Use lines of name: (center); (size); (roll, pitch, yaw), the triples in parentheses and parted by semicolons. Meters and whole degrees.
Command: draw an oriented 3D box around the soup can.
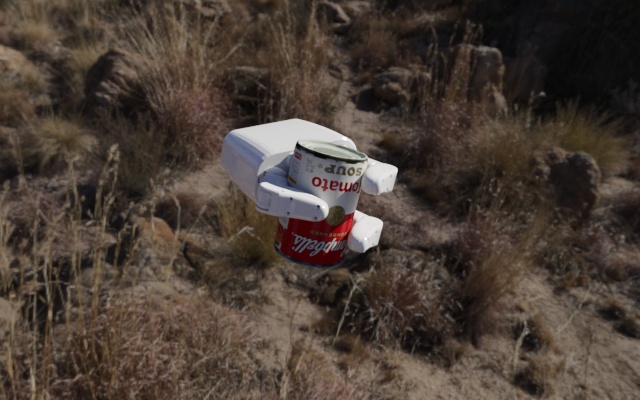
soup can: (0.000, 0.001, 0.437); (0.068, 0.102, 0.068); (12, 16, -4)
